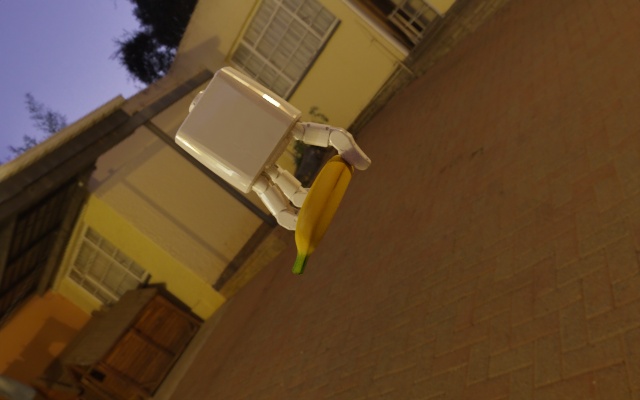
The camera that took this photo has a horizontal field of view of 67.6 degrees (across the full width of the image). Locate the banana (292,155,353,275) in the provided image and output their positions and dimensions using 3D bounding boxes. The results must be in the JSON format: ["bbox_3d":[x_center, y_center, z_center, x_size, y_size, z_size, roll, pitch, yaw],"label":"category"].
[{"bbox_3d":[0.006,-0.008,0.549,0.037,0.070,0.197,29,43,-2],"label":"banana"}]
